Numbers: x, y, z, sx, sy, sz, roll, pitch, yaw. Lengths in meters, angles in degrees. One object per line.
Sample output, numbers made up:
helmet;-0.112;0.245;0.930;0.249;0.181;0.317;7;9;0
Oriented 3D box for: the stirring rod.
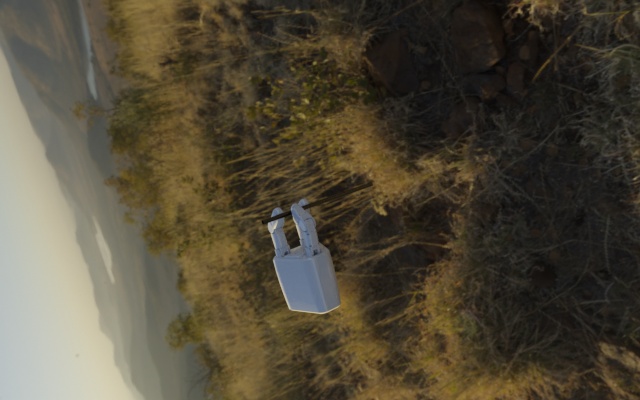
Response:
stirring rod;0.000;0.003;0.884;0.239;0.011;0.011;-19;9;-28
